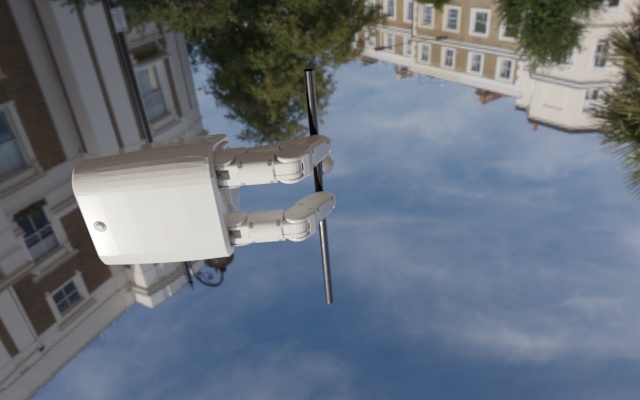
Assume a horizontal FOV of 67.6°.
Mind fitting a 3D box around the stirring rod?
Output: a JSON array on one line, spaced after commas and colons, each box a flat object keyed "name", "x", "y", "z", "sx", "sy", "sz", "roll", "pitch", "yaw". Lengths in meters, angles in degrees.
[{"name": "stirring rod", "x": 0.000, "y": 0.001, "z": 0.434, "sx": 0.011, "sy": 0.240, "sz": 0.011, "roll": -4, "pitch": 31, "yaw": 2}]
